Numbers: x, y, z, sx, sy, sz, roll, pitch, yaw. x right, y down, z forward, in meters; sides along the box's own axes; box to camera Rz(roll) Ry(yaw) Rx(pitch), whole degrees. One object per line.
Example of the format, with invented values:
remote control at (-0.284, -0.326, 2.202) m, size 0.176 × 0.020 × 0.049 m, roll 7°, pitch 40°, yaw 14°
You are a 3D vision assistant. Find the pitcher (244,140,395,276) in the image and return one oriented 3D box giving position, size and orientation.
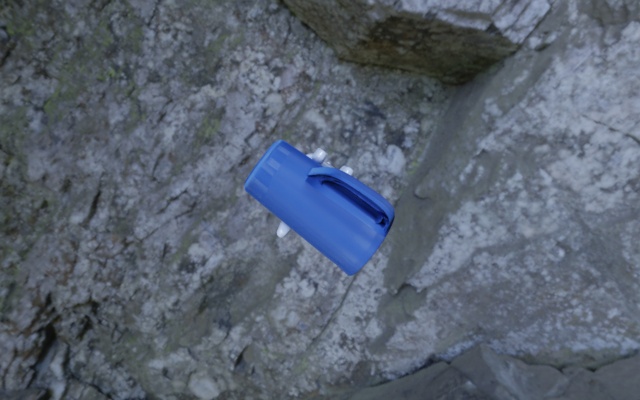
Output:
pitcher at (0.000, 0.003, 0.807) m, size 0.243 × 0.149 × 0.145 m, roll 37°, pitch 9°, yaw -4°
